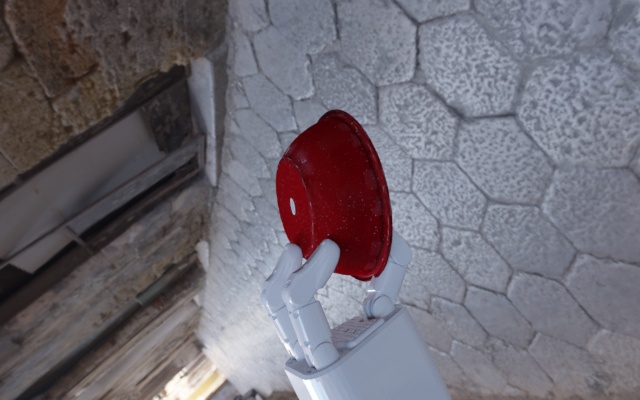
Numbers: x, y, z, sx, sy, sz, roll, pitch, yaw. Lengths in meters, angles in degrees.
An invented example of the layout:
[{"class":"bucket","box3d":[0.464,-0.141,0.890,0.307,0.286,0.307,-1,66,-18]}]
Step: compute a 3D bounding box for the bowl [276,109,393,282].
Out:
[{"class":"bowl","box3d":[-0.001,0.000,0.434,0.055,0.162,0.162,-12,4,-21]}]
